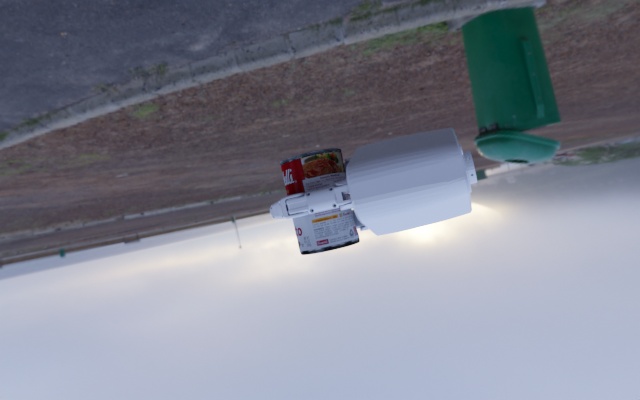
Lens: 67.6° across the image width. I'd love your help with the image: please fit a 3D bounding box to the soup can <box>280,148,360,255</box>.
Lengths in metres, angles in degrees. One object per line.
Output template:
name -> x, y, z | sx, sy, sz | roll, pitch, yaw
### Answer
soup can -> 0.000, 0.002, 0.513 | 0.068, 0.102, 0.068 | -12, -2, 0
